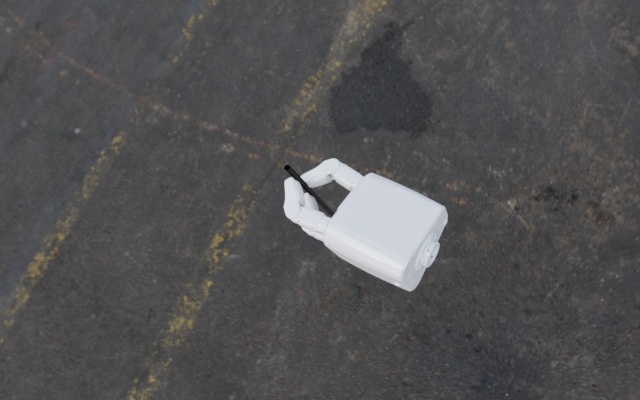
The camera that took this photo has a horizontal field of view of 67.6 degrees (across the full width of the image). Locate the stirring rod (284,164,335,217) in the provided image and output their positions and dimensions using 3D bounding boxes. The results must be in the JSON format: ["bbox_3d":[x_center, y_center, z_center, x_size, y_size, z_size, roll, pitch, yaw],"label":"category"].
[{"bbox_3d":[0.000,0.002,0.687,0.011,0.011,0.240,0,-21,21],"label":"stirring rod"}]
